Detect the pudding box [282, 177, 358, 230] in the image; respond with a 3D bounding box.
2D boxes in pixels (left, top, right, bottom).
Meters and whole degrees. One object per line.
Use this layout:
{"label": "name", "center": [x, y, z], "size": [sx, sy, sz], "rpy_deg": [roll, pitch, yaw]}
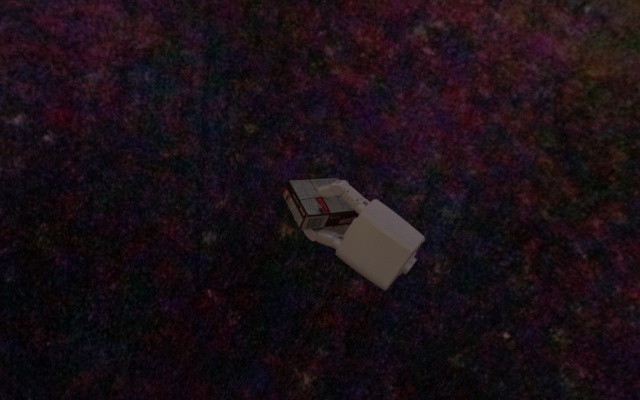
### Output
{"label": "pudding box", "center": [0.000, 0.003, 0.848], "size": [0.113, 0.039, 0.090], "rpy_deg": [-4, 47, -33]}
